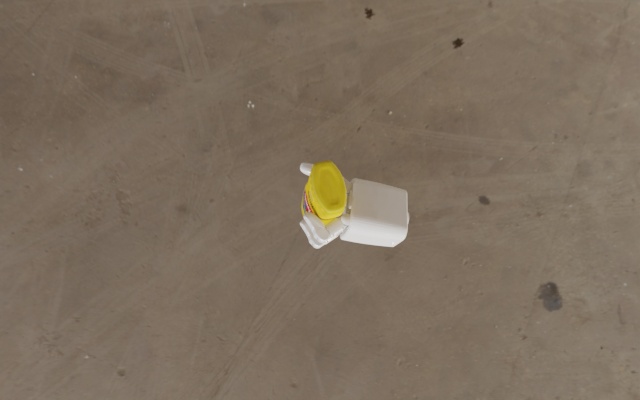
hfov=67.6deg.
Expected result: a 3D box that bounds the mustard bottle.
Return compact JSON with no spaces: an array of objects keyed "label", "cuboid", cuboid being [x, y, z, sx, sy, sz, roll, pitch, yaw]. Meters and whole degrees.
[{"label":"mustard bottle","cuboid":[0.000,0.003,0.888,0.058,0.096,0.192,-13,-14,-13]}]
